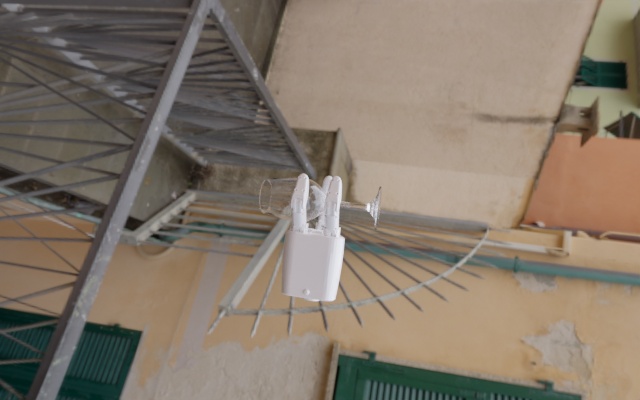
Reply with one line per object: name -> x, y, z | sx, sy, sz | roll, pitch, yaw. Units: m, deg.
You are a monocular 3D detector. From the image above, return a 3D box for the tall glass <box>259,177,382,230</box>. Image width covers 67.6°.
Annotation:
tall glass -> 0.001, 0.003, 0.816 | 0.201, 0.079, 0.079 | 7, 1, 11
